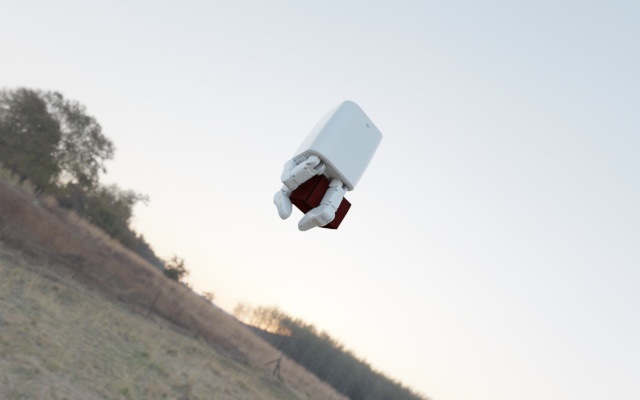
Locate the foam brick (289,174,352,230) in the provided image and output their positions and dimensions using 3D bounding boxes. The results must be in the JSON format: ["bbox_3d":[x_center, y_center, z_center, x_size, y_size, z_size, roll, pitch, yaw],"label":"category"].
[{"bbox_3d":[0.000,0.003,0.742,0.078,0.051,0.053,44,-22,-31],"label":"foam brick"}]
